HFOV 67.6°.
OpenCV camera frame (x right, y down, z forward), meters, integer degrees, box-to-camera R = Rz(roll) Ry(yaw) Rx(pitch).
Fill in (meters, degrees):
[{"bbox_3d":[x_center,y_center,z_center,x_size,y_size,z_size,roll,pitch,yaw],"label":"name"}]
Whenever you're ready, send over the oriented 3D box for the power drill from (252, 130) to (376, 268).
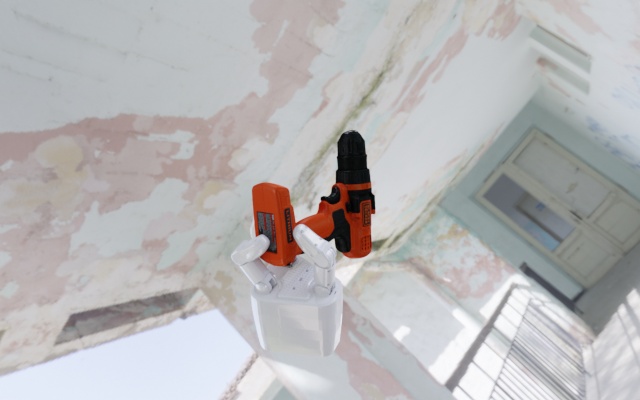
[{"bbox_3d":[0.000,0.002,0.638,0.187,0.184,0.057,-11,10,-41],"label":"power drill"}]
